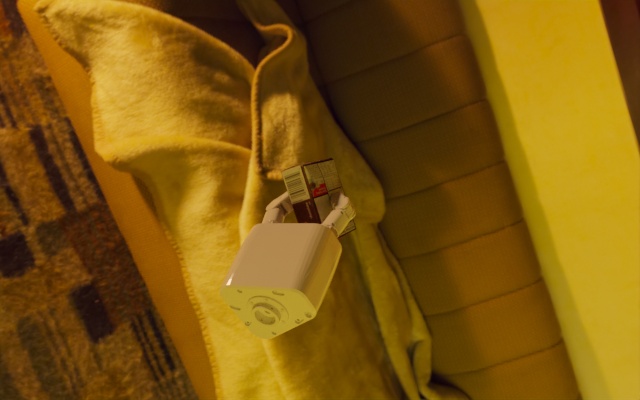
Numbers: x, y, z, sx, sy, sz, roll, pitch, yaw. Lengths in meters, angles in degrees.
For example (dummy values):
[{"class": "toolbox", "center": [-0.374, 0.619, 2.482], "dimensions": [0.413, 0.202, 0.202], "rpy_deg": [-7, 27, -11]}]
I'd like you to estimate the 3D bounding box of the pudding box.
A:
[{"class": "pudding box", "center": [0.000, 0.002, 0.657], "dimensions": [0.039, 0.113, 0.090], "rpy_deg": [-16, 2, 31]}]
